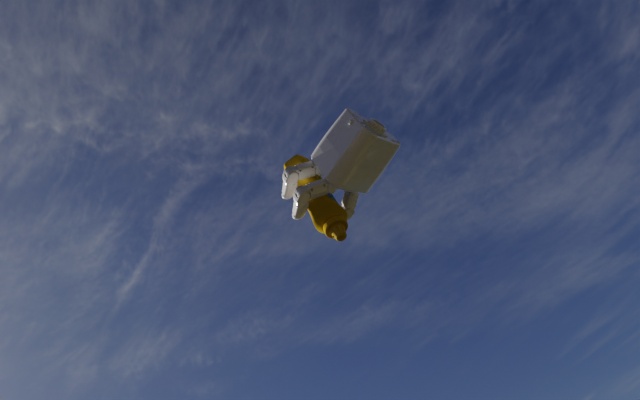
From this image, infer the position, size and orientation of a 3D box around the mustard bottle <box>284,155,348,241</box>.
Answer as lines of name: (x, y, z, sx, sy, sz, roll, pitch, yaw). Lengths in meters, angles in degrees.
mustard bottle: (0.000, 0.003, 0.836, 0.058, 0.191, 0.096, -36, -46, 3)
